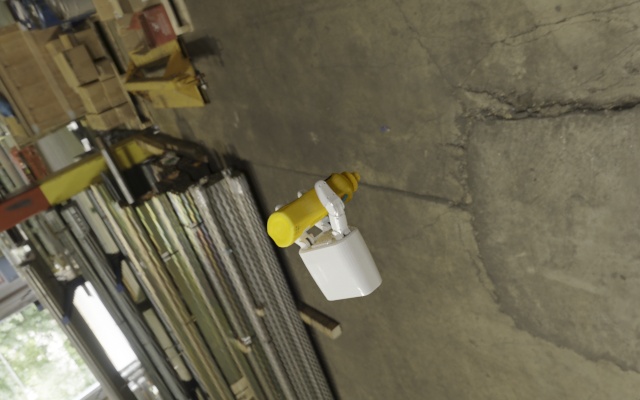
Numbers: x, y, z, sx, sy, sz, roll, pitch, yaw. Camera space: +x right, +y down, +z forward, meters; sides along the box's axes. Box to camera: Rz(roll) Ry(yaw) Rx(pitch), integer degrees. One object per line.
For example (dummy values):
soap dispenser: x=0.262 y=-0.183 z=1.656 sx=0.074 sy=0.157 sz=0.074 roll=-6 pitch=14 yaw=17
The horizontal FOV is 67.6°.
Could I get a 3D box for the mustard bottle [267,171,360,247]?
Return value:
mustard bottle: x=0.000 y=0.003 z=0.820 sx=0.191 sy=0.058 sz=0.096 roll=-35 pitch=-11 yaw=-31
